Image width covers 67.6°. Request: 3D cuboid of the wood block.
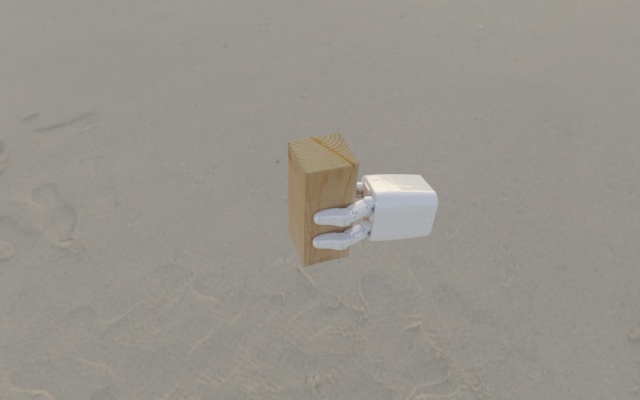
[{"bbox_3d":[0.000,0.002,0.802,0.090,0.206,0.090,-11,43,-16],"label":"wood block"}]
